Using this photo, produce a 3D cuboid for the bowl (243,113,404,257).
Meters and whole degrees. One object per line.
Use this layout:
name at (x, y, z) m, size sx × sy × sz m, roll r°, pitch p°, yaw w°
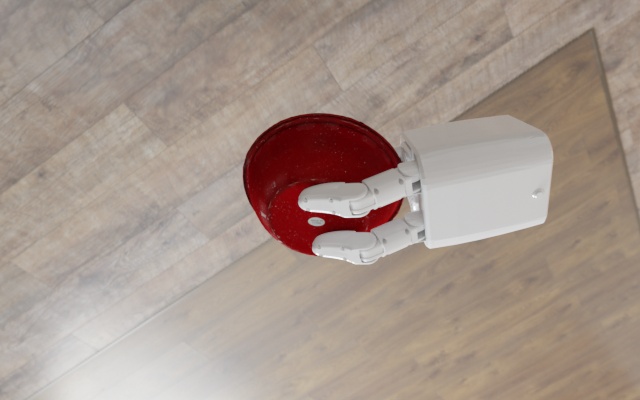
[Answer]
bowl at (-0.001, 0.002, 0.452) m, size 0.162 × 0.162 × 0.055 m, roll 0°, pitch 38°, yaw 8°
